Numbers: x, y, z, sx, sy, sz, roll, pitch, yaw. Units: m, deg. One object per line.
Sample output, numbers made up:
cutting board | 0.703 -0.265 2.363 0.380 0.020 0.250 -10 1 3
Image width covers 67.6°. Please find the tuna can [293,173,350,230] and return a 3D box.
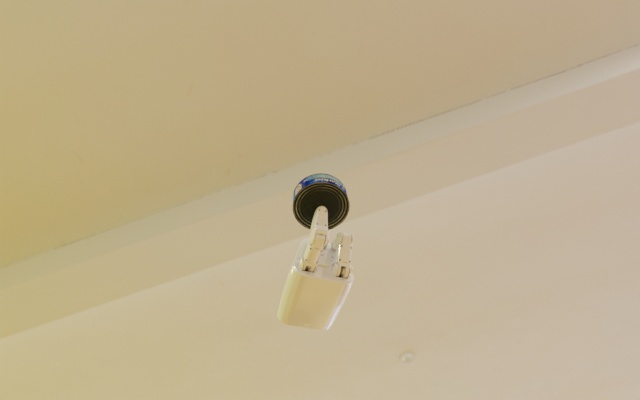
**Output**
tuna can | 0.000 0.002 0.728 0.086 0.086 0.033 0 31 -4
